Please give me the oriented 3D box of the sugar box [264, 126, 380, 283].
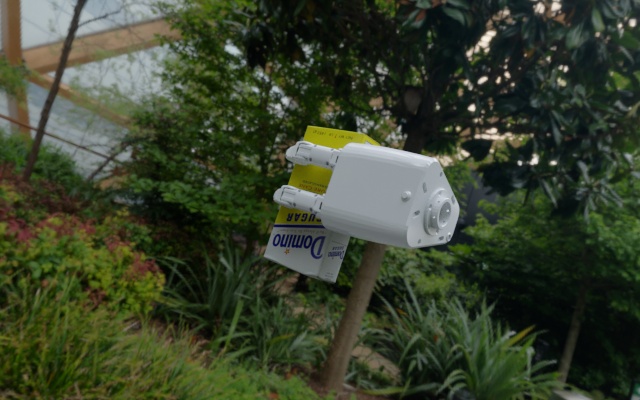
[{"bbox_3d":[0.000,0.002,0.582,0.093,0.176,0.048,14,-8,39],"label":"sugar box"}]
